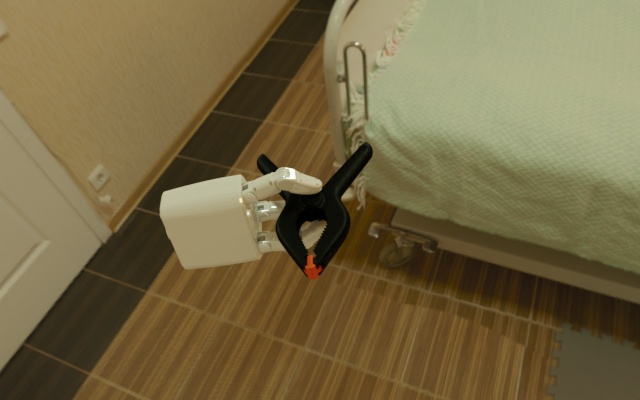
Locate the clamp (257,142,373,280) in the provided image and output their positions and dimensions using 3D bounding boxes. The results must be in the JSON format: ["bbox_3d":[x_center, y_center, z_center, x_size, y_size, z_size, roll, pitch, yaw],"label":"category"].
[{"bbox_3d":[0.000,0.002,0.618,0.164,0.209,0.036,-12,-40,4],"label":"clamp"}]
